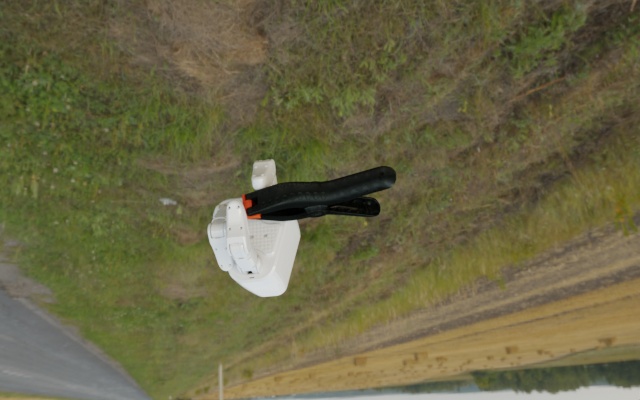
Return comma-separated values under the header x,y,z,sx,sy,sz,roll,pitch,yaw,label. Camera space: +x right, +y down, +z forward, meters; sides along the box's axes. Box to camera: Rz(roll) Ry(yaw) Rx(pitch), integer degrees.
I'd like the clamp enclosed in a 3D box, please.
x,y,z,sx,sy,sz,roll,pitch,yaw,label
0.000,0.002,0.550,0.171,0.039,0.120,-6,-25,5,clamp
